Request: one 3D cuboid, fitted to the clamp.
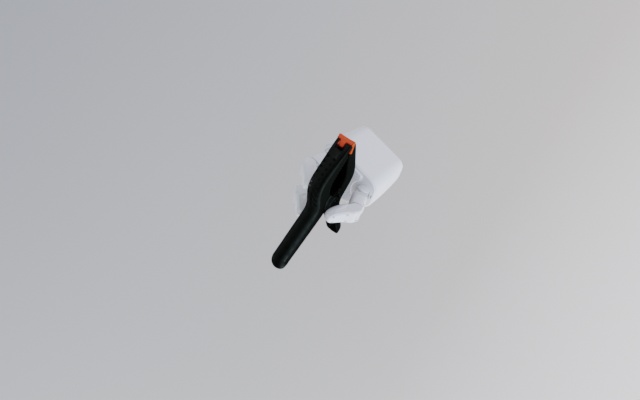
[{"bbox_3d":[0.001,0.002,0.701,0.036,0.210,0.164,34,41,20],"label":"clamp"}]
